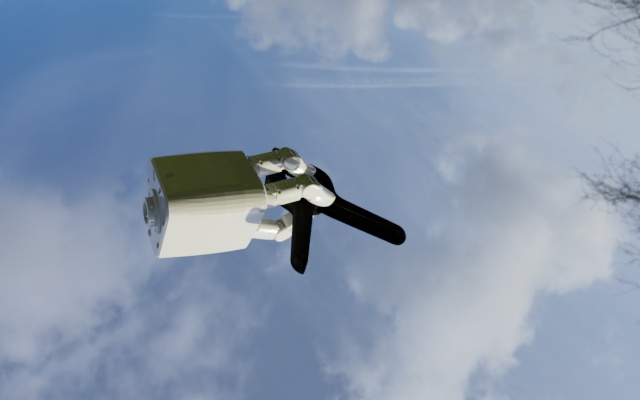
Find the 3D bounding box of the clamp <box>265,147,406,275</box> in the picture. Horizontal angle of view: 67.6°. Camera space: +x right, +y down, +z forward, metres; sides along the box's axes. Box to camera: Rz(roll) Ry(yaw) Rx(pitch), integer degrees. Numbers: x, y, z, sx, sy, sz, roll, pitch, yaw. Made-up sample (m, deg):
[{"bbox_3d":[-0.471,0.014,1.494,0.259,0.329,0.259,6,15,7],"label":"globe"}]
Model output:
[{"bbox_3d":[-0.001,0.002,0.607,0.164,0.036,0.210,-5,42,-32],"label":"clamp"}]
